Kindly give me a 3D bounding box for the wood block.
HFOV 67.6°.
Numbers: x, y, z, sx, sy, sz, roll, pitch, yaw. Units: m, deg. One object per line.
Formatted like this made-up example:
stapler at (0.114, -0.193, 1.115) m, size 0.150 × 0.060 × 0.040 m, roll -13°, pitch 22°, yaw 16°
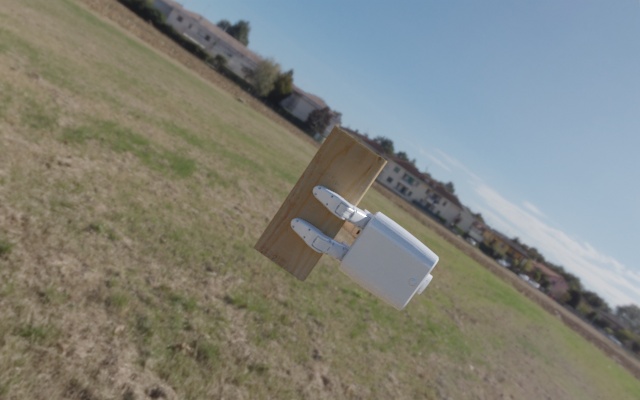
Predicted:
wood block at (0.001, 0.002, 0.703) m, size 0.090 × 0.206 × 0.091 m, roll 34°, pitch 7°, yaw 0°
